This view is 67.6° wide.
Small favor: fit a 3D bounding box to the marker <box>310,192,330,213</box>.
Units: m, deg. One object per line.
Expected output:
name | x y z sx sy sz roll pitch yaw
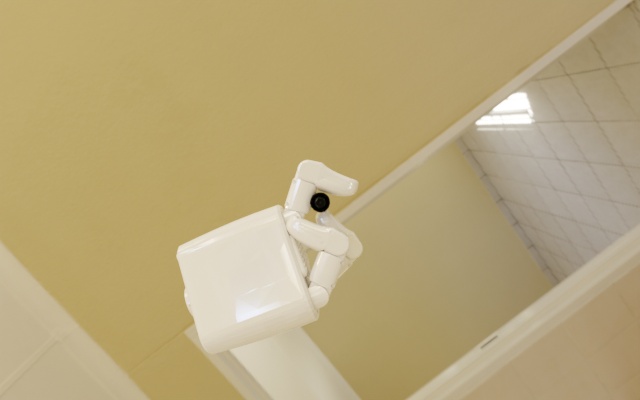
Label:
marker | 0.000 0.002 0.496 0.020 0.020 0.121 0 0 1
